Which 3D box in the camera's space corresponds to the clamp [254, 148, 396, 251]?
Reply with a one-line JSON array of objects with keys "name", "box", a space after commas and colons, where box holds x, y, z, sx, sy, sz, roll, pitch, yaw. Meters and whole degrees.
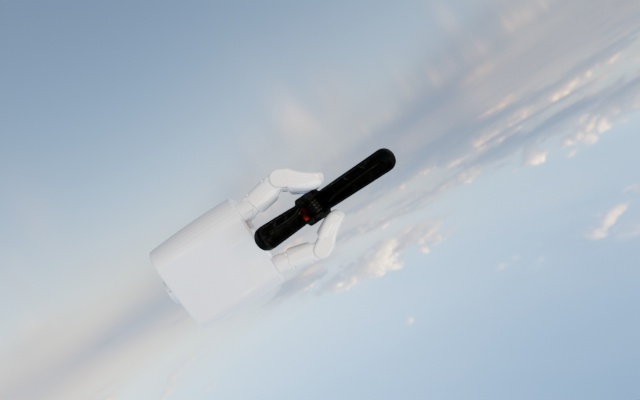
[{"name": "clamp", "box": [0.000, 0.003, 0.555, 0.164, 0.036, 0.210, -32, 0, -5]}]
